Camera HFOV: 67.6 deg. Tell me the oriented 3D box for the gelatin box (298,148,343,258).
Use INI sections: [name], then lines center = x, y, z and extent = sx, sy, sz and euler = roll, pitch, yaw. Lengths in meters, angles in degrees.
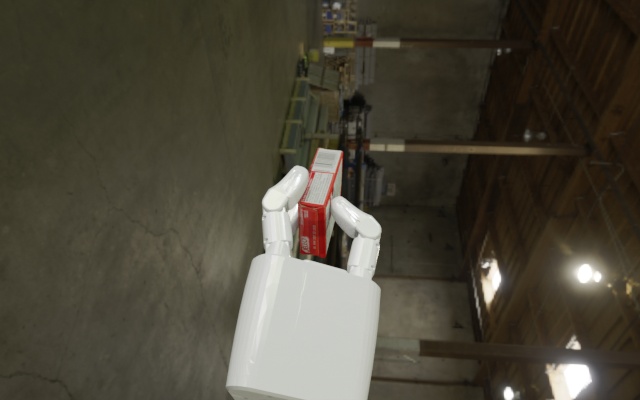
[gelatin box]
center = 0.001, 0.001, 0.491
extent = 0.030, 0.073, 0.089
euler = 9, 45, 9
